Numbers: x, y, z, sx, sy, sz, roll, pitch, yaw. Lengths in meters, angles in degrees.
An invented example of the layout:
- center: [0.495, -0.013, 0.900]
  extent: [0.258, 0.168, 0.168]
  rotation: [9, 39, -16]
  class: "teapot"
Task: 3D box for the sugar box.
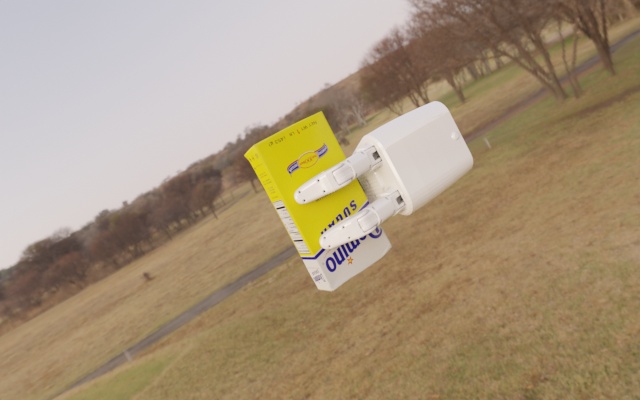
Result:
- center: [0.000, 0.001, 0.529]
  extent: [0.093, 0.176, 0.048]
  rotation: [-32, 5, -24]
  class: "sugar box"
